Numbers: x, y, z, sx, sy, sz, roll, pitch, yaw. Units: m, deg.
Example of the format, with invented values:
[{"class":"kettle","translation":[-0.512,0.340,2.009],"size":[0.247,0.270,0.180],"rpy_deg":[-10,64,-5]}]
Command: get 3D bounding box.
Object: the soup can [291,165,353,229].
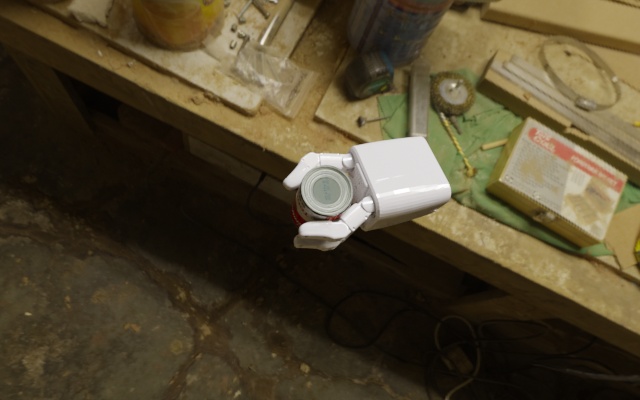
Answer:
[{"class":"soup can","translation":[0.000,0.002,0.624],"size":[0.068,0.068,0.102],"rpy_deg":[0,-17,-10]}]
